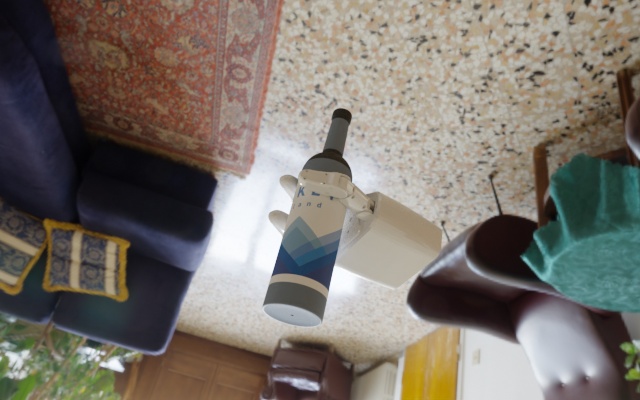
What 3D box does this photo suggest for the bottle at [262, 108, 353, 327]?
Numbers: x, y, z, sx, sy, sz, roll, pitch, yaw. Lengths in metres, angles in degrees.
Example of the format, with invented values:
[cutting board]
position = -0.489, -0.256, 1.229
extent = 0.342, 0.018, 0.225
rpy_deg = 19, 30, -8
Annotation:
[bottle]
position = 0.000, 0.002, 0.586
extent = 0.069, 0.295, 0.069
rpy_deg = 10, -32, 6
